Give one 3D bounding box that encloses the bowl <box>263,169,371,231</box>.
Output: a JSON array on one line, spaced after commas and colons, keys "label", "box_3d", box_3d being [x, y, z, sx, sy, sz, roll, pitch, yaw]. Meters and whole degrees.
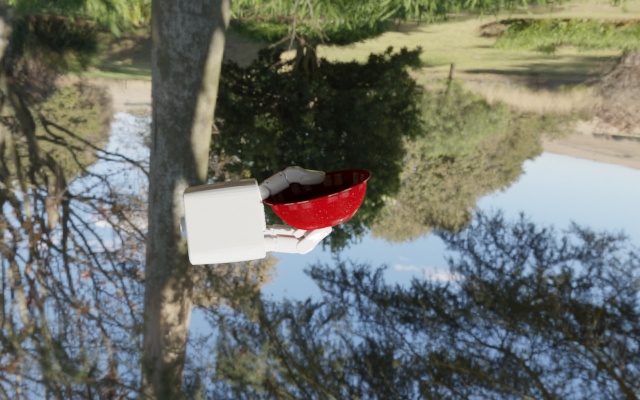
[{"label": "bowl", "box_3d": [0.002, 0.002, 0.707, 0.162, 0.055, 0.162, -14, 14, 3]}]
